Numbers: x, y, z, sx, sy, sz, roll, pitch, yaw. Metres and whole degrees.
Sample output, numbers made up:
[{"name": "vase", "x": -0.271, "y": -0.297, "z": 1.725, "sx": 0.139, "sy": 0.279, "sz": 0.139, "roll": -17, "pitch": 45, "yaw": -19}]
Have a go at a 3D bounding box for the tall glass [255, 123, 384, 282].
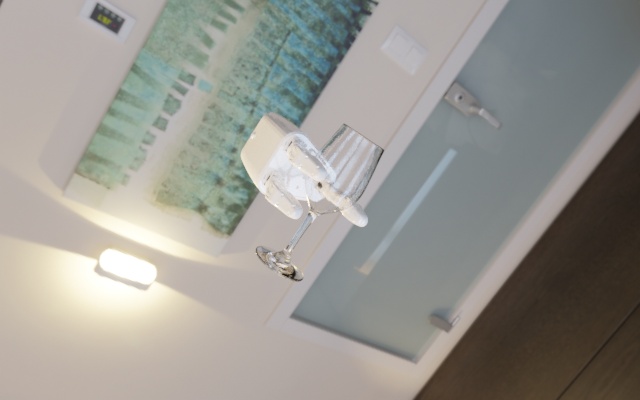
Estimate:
[{"name": "tall glass", "x": 0.000, "y": 0.003, "z": 0.613, "sx": 0.079, "sy": 0.201, "sz": 0.079, "roll": 33, "pitch": 10, "yaw": -7}]
